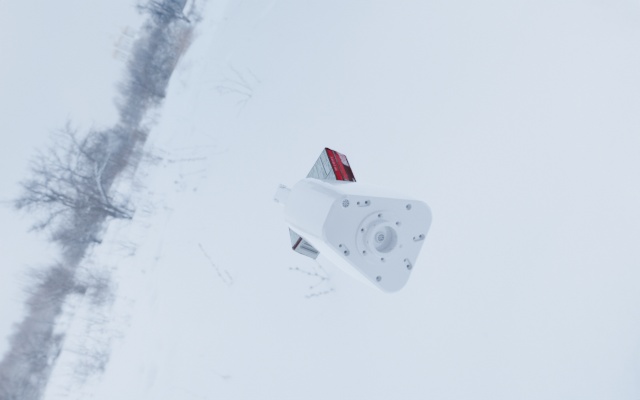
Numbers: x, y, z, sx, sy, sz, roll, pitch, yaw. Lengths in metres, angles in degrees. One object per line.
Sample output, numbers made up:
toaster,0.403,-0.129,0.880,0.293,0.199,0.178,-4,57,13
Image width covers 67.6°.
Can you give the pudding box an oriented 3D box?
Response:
pudding box,0.000,0.002,0.602,0.039,0.113,0.090,24,27,-24
